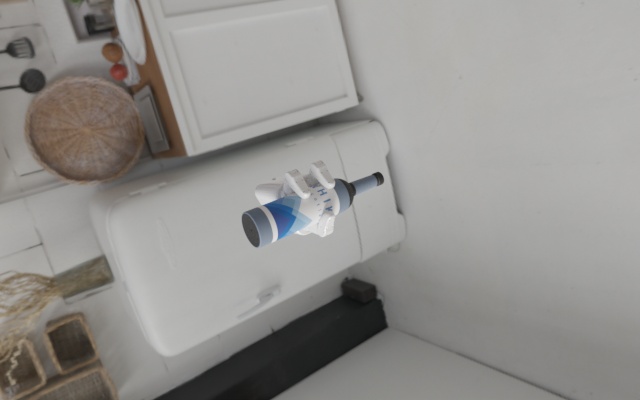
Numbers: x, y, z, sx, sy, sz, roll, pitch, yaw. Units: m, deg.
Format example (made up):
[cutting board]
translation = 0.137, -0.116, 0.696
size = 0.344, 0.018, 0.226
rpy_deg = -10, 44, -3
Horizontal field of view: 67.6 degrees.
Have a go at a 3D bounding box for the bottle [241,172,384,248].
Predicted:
[bottle]
translation = 0.000, 0.003, 0.883
size = 0.295, 0.069, 0.069
rpy_deg = -22, 11, -30
